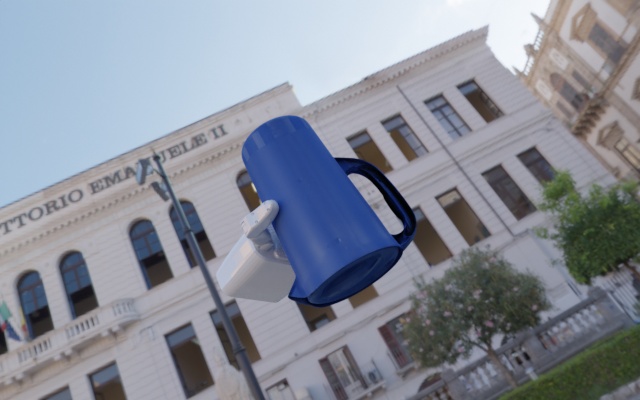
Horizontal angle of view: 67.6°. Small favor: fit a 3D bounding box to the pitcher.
[{"bbox_3d":[0.000,0.002,0.629,0.149,0.242,0.145,-1,-38,-46],"label":"pitcher"}]
